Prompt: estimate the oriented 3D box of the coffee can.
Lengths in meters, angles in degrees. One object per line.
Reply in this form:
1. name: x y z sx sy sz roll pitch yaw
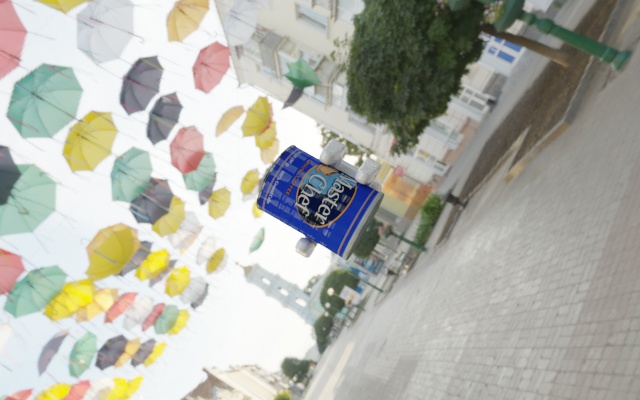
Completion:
1. coffee can: 0.000 0.002 0.643 0.140 0.103 0.103 30 5 9
